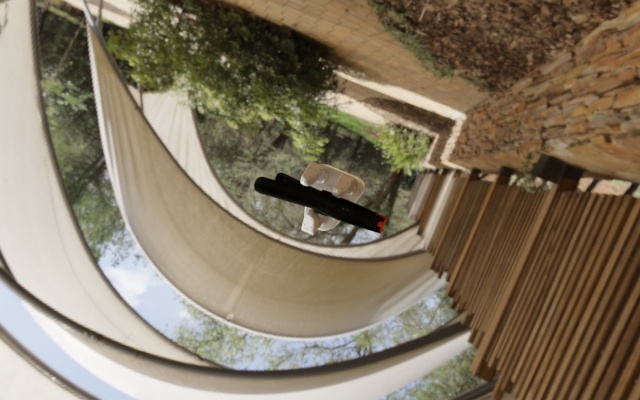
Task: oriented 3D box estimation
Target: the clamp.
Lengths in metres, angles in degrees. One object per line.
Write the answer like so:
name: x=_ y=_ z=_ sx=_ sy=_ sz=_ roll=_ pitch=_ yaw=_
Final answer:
clamp: x=0.000 y=0.003 z=0.752 sx=0.210 sy=0.036 sz=0.164 roll=22 pitch=9 yaw=10
